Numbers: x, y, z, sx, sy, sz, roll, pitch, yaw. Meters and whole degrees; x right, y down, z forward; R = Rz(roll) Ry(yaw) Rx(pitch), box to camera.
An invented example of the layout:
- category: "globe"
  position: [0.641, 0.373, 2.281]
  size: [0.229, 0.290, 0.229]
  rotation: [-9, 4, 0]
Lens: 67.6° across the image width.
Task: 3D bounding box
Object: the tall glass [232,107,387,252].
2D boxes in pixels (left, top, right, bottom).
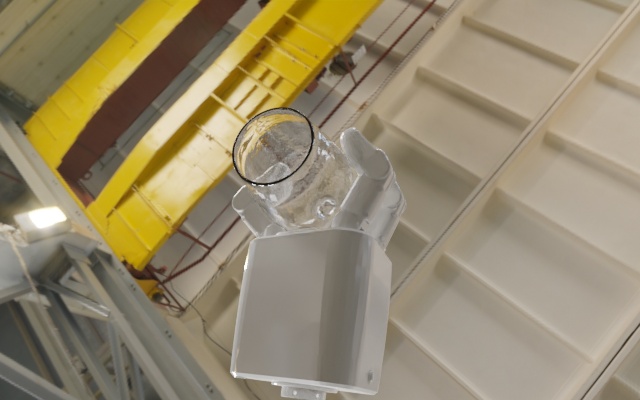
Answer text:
- category: "tall glass"
  position: [0.000, 0.001, 0.411]
  size: [0.079, 0.079, 0.201]
  rotation: [0, -24, 22]
